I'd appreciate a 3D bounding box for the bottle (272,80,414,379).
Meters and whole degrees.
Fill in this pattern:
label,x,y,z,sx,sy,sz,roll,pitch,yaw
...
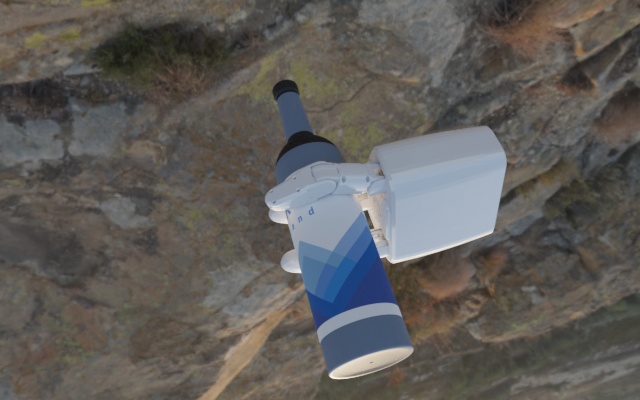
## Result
label,x,y,z,sx,sy,sz,roll,pitch,yaw
bottle,0.000,0.002,0.431,0.069,0.295,0.069,-13,-32,-8
